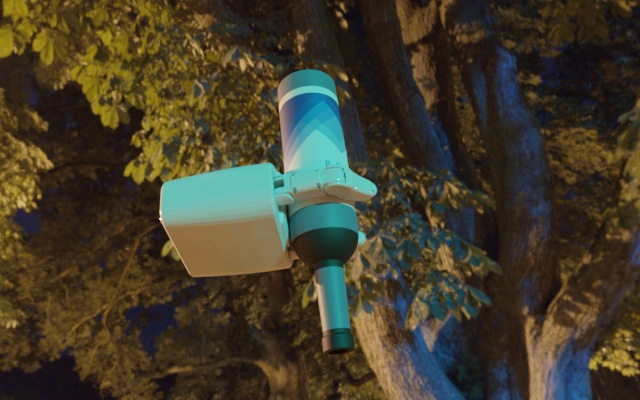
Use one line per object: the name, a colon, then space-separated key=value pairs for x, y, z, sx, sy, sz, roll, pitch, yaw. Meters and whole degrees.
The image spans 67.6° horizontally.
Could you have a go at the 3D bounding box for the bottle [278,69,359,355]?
bottle: x=0.000 y=0.001 z=0.480 sx=0.069 sy=0.295 sz=0.069 roll=-6 pitch=-28 yaw=-3
